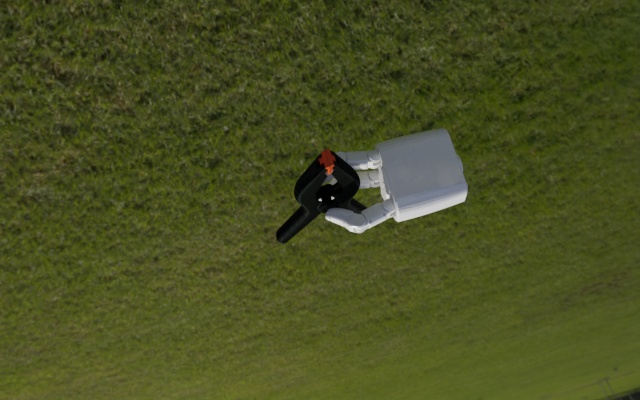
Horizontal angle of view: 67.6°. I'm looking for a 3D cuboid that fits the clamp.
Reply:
[{"bbox_3d":[0.000,0.003,0.699,0.164,0.036,0.210,-16,-30,-1],"label":"clamp"}]
